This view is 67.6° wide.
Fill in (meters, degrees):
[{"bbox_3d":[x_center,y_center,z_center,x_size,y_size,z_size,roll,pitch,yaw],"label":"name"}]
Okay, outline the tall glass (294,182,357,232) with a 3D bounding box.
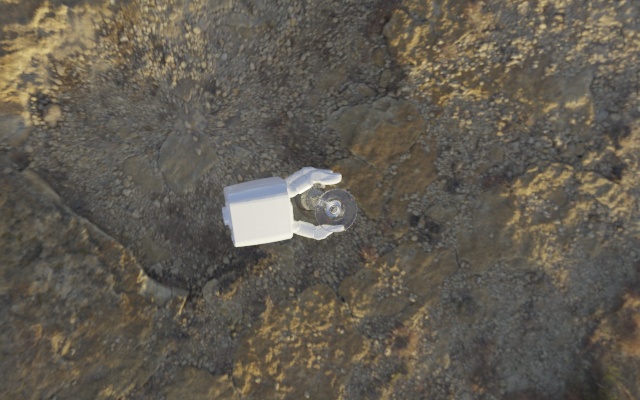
[{"bbox_3d":[0.000,0.003,0.895,0.079,0.079,0.201,0,8,-15],"label":"tall glass"}]
